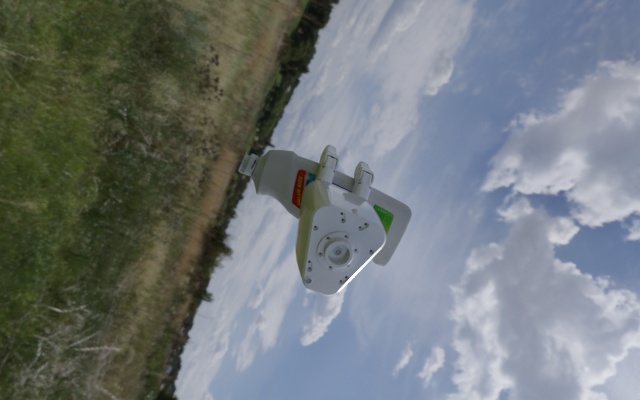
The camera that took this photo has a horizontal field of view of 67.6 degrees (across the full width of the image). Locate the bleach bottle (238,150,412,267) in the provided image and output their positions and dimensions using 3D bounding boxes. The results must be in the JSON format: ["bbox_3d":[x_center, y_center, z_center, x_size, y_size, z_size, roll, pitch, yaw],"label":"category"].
[{"bbox_3d":[0.000,0.002,0.690,0.251,0.102,0.068,24,11,-11],"label":"bleach bottle"}]
